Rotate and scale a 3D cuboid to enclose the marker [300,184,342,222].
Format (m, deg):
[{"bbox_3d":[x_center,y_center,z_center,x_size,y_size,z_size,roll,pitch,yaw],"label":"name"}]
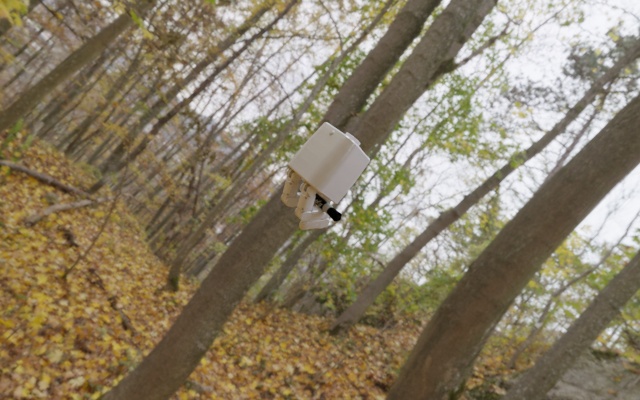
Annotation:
[{"bbox_3d":[0.000,0.003,0.876,0.020,0.020,0.121,0,29,-38],"label":"marker"}]
